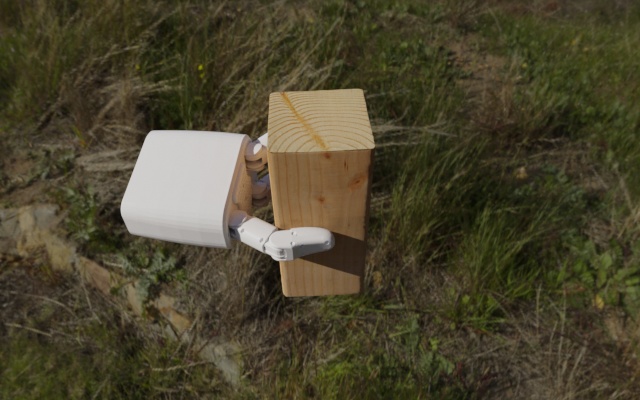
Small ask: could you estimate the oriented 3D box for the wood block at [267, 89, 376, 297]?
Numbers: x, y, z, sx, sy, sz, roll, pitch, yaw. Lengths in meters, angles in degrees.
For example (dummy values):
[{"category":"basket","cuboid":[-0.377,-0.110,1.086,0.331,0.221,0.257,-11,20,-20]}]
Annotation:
[{"category":"wood block","cuboid":[0.000,0.002,0.486,0.090,0.090,0.206,-2,-45,-1]}]
